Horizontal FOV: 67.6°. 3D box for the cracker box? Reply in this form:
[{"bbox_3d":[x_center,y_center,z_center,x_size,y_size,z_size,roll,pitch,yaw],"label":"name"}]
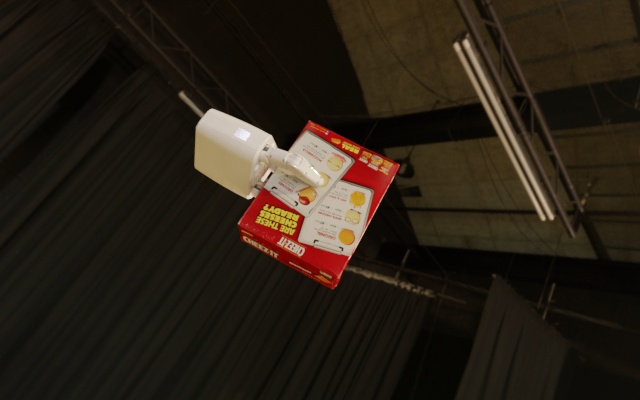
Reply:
[{"bbox_3d":[0.000,0.002,0.734,0.164,0.213,0.072,27,-25,8],"label":"cracker box"}]
